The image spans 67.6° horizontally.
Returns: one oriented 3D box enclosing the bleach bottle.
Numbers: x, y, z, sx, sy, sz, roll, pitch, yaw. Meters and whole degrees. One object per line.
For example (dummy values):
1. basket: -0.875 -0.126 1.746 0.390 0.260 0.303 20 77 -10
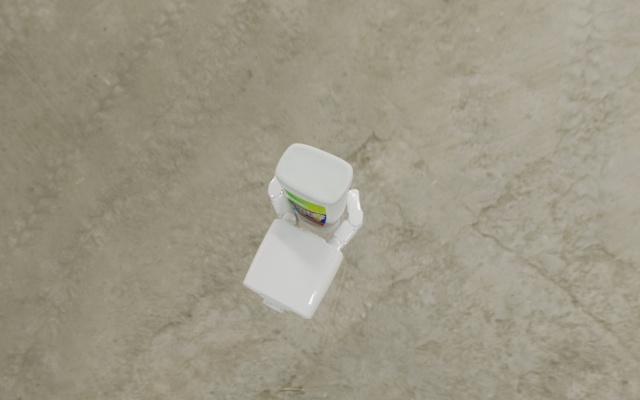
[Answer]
1. bleach bottle: 0.000 0.002 0.731 0.102 0.068 0.251 25 -15 13
